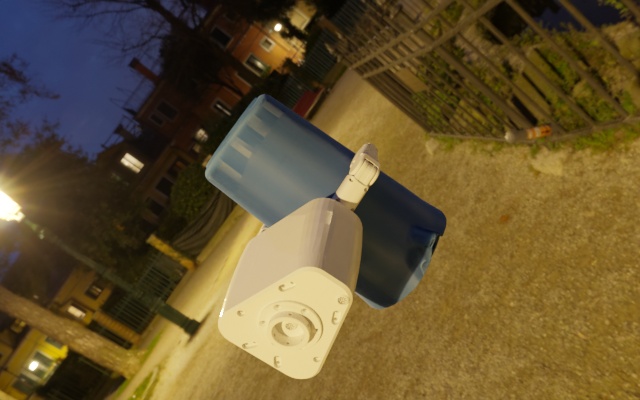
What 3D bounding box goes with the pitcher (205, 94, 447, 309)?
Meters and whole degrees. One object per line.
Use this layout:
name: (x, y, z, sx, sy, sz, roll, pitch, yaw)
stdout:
pitcher: (0.000, 0.002, 0.524, 0.243, 0.149, 0.145, 36, 25, -12)
